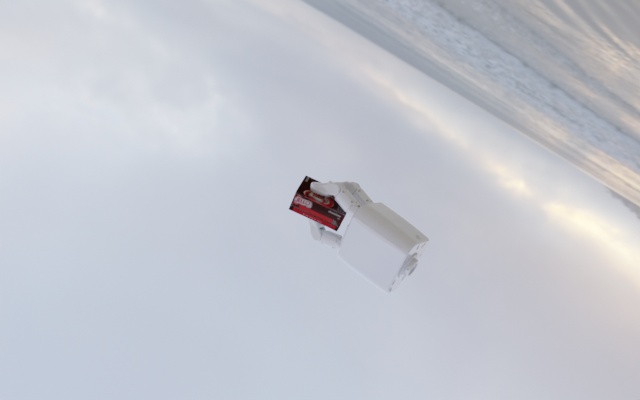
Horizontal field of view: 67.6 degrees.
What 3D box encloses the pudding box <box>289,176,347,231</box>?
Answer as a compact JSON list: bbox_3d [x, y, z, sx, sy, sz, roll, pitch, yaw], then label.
[{"bbox_3d":[0.000,0.003,0.823,0.090,0.039,0.113,26,17,-2],"label":"pudding box"}]
